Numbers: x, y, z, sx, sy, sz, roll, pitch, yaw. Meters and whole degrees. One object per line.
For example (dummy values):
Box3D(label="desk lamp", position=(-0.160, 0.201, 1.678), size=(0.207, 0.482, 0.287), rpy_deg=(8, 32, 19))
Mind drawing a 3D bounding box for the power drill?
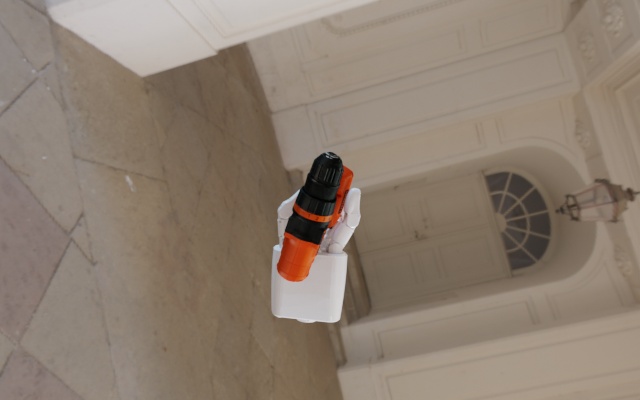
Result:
Box3D(label="power drill", position=(0.000, 0.002, 0.680), size=(0.057, 0.184, 0.187), rpy_deg=(24, 22, 6))
